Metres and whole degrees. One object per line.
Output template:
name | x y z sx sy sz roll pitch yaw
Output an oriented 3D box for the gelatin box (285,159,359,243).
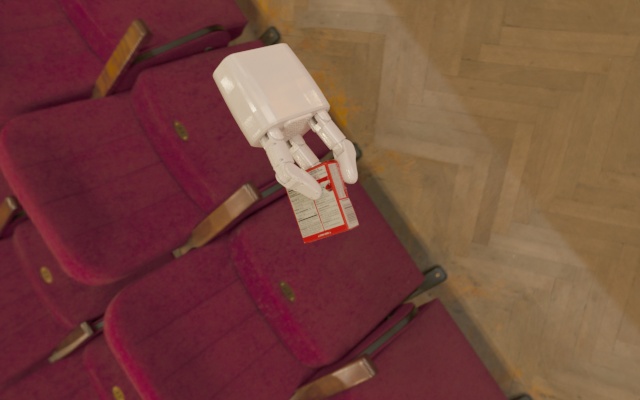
gelatin box | 0.000 0.002 0.603 0.073 0.089 0.030 -21 -4 35
